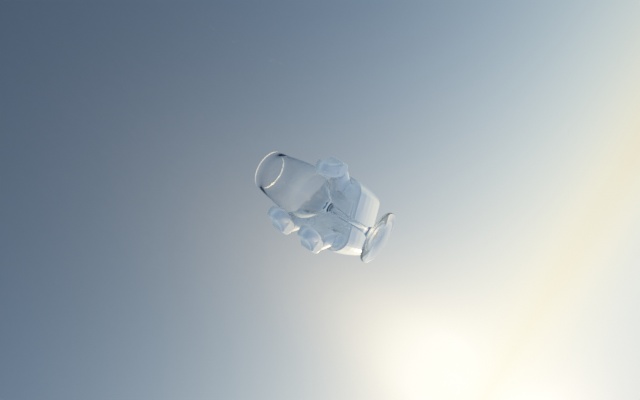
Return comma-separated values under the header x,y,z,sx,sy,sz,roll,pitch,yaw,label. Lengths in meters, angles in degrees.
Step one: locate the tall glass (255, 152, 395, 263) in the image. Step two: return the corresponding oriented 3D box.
x,y,z,sx,sy,sz,roll,pitch,yaw,label
0.001,0.002,0.662,0.201,0.079,0.079,32,16,27,tall glass
